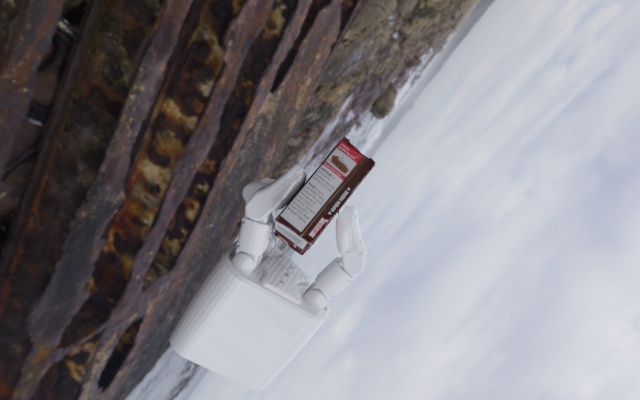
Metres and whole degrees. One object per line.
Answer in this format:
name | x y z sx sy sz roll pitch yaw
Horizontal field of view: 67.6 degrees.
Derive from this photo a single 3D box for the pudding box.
pudding box | 0.000 0.002 0.428 0.039 0.090 0.113 38 -11 0
